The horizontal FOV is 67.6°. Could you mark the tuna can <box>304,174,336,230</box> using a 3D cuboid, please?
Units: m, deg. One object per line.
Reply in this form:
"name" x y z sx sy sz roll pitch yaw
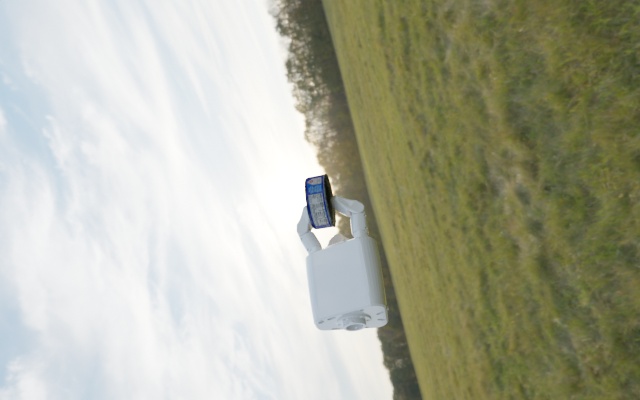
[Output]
"tuna can" 0.000 0.003 0.753 0.034 0.086 0.086 -10 -2 9
